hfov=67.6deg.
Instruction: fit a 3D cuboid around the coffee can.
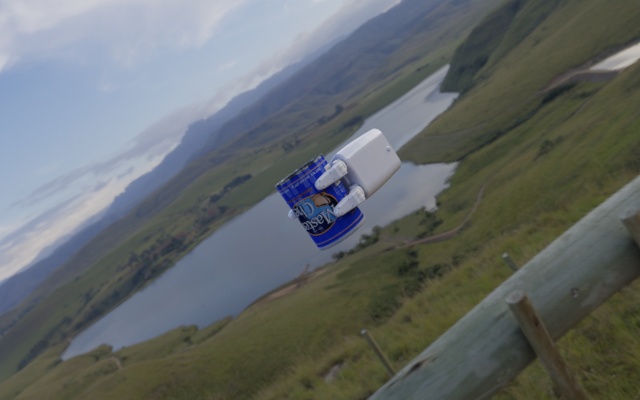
[{"bbox_3d":[0.000,0.003,0.850,0.103,0.140,0.103,-34,7,5],"label":"coffee can"}]
